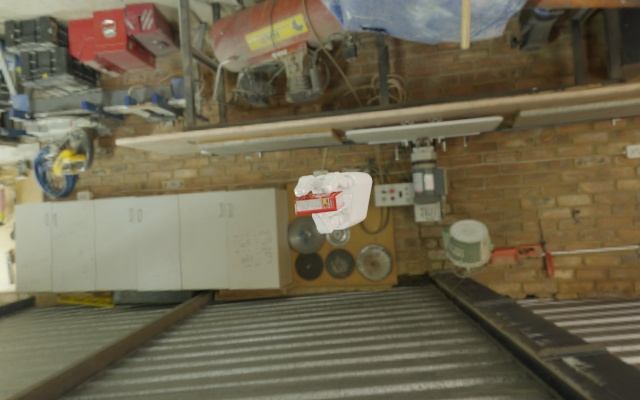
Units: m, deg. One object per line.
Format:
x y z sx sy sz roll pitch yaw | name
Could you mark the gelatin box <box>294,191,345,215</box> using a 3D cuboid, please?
0.000 0.003 0.853 0.073 0.030 0.089 -6 6 13 | gelatin box
